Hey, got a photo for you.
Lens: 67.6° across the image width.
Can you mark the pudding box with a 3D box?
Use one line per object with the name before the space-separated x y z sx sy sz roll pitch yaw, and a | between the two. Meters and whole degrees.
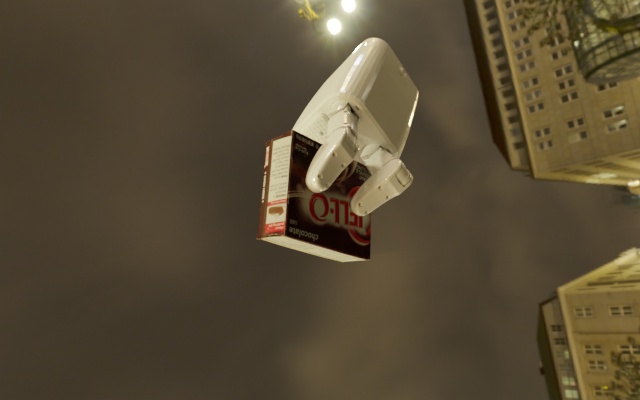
pudding box | 0.000 0.001 0.421 0.039 0.090 0.113 -14 -24 42
